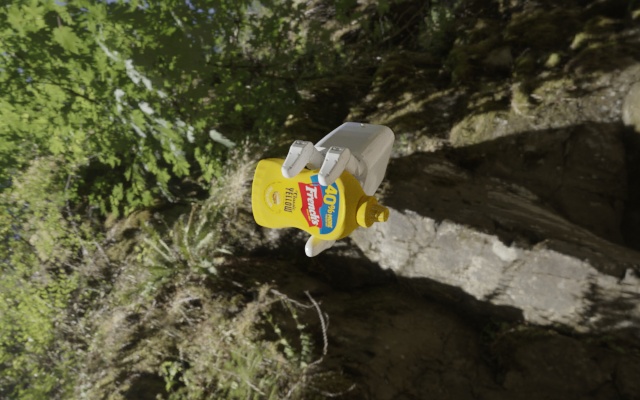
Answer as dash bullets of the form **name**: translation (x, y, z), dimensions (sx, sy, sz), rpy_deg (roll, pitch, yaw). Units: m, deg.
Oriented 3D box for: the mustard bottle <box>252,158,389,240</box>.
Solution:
- **mustard bottle**: translation (0.000, 0.002, 0.638), dimensions (0.191, 0.096, 0.058), rpy_deg (11, 12, 28)
